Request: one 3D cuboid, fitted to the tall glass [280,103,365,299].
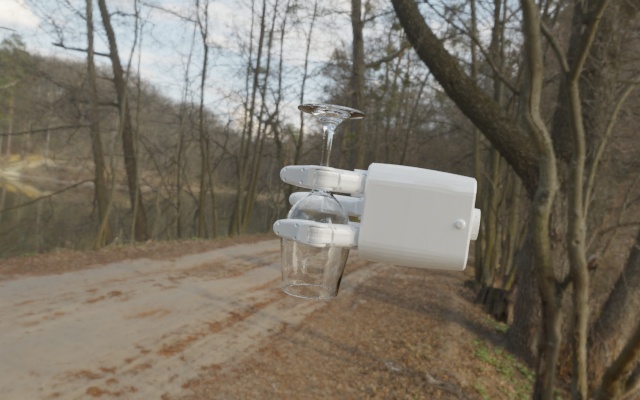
[{"bbox_3d":[0.000,0.001,0.520,0.079,0.201,0.079,7,2,0],"label":"tall glass"}]
